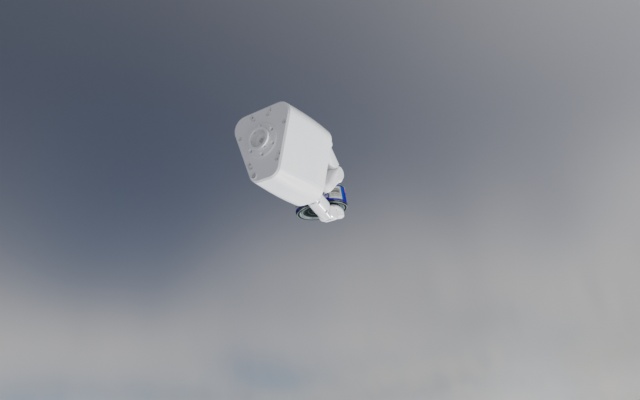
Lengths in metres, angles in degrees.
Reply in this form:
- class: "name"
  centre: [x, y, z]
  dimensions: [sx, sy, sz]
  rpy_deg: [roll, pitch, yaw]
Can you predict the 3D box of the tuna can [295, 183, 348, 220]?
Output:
- class: "tuna can"
  centre: [0.000, 0.003, 0.770]
  dimensions: [0.086, 0.033, 0.086]
  rpy_deg: [-9, -20, -3]
